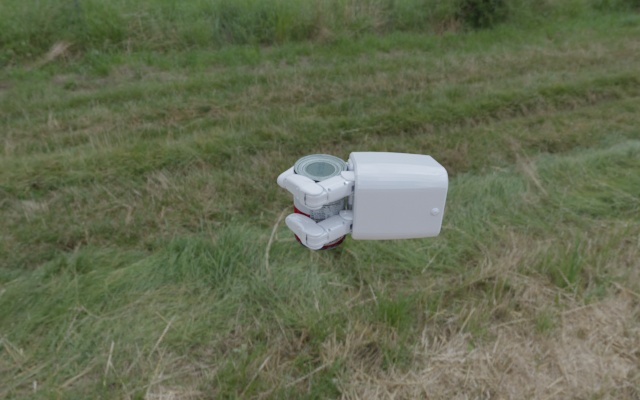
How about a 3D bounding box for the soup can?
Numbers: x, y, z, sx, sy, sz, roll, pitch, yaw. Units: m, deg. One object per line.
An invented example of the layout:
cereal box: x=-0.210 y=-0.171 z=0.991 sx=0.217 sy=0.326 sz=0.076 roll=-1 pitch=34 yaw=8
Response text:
soup can: x=0.000 y=0.002 z=0.598 sx=0.068 sy=0.102 sz=0.068 roll=0 pitch=33 yaw=0
